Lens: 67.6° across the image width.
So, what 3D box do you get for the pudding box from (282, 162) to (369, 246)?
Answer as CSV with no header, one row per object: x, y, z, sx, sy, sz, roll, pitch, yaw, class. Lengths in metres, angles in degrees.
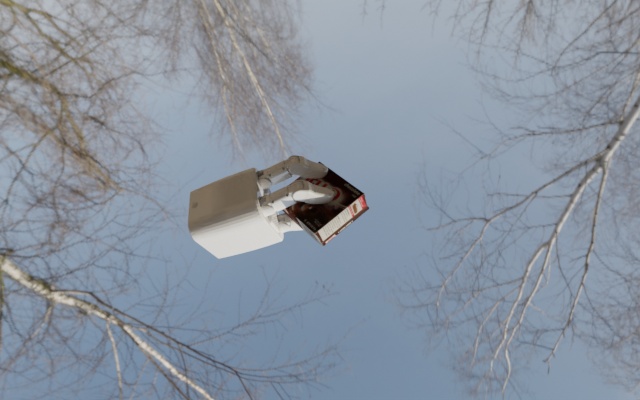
0.000,0.002,0.686,0.090,0.039,0.113,-39,47,-12,pudding box
